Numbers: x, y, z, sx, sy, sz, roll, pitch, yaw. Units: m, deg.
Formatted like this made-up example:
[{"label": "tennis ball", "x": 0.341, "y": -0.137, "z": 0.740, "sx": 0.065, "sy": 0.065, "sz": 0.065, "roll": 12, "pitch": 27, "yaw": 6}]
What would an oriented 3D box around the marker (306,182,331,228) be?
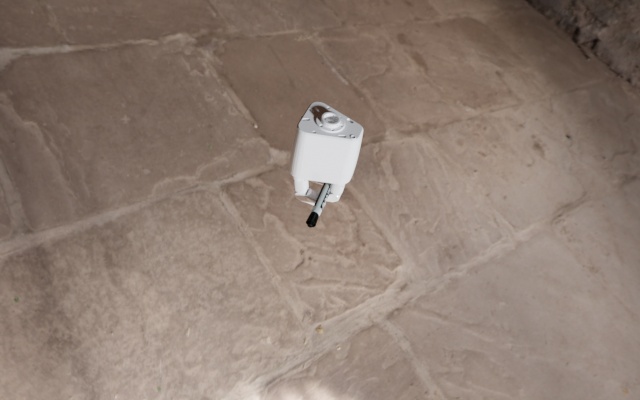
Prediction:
[{"label": "marker", "x": 0.000, "y": 0.003, "z": 0.872, "sx": 0.020, "sy": 0.020, "sz": 0.121, "roll": 0, "pitch": 44, "yaw": 26}]
